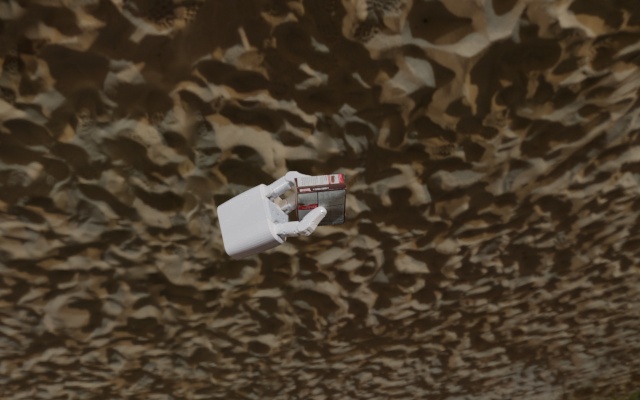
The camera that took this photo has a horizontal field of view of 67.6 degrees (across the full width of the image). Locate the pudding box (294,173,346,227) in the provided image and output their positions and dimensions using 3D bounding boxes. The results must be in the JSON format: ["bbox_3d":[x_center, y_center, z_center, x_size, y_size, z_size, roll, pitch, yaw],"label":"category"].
[{"bbox_3d":[0.000,0.003,0.865,0.090,0.039,0.114,-6,-36,-4],"label":"pudding box"}]
